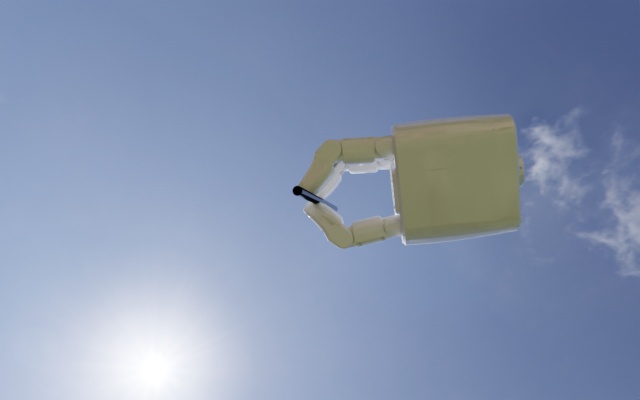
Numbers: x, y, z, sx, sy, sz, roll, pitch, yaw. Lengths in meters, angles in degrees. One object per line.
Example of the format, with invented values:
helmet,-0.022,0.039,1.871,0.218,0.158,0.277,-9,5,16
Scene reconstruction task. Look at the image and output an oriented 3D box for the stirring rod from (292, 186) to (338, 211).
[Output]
stirring rod,0.000,0.002,0.490,0.011,0.011,0.239,0,-4,9
